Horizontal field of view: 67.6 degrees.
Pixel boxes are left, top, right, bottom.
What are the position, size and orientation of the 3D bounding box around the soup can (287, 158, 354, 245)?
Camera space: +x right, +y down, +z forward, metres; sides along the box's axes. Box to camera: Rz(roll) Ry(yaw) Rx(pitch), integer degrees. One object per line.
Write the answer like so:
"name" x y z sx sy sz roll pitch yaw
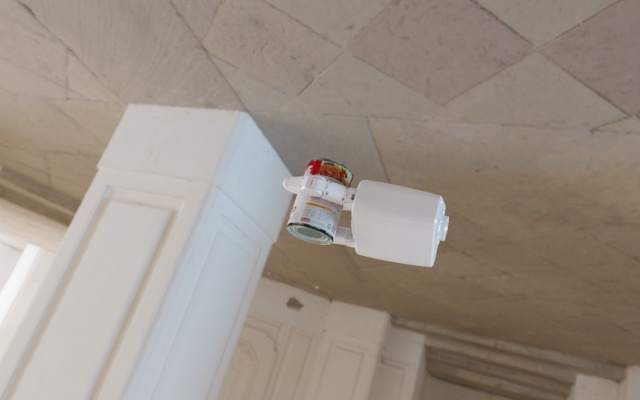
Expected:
"soup can" 0.000 0.002 0.657 0.068 0.102 0.068 16 -21 6
